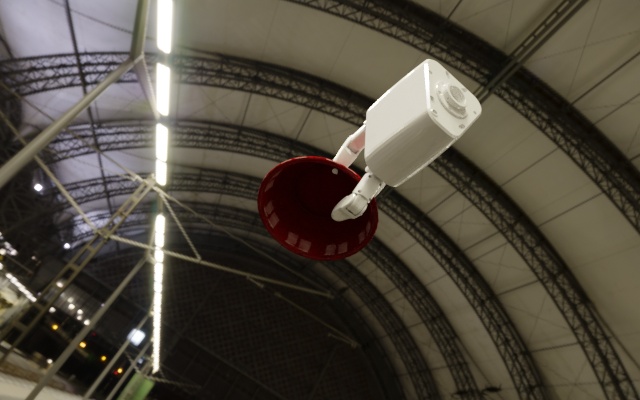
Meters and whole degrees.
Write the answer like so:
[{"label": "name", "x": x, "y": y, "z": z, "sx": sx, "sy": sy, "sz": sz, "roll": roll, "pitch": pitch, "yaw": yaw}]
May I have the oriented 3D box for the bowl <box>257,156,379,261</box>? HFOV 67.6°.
[{"label": "bowl", "x": -0.001, "y": 0.002, "z": 0.643, "sx": 0.162, "sy": 0.162, "sz": 0.055, "roll": 0, "pitch": 32, "yaw": 14}]
